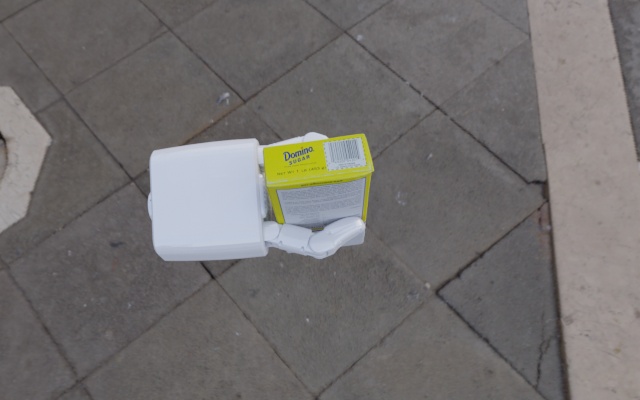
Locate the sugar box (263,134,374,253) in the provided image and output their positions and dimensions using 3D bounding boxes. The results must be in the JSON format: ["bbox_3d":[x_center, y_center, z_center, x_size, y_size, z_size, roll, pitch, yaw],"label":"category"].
[{"bbox_3d":[0.000,0.001,0.484,0.093,0.048,0.176,-7,-23,-2],"label":"sugar box"}]
